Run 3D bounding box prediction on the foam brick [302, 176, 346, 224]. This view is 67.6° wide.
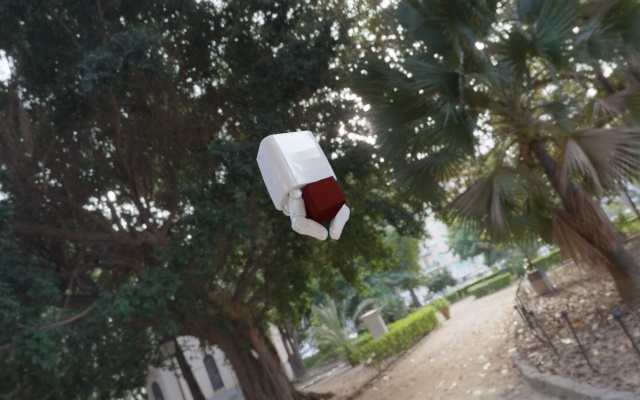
[{"bbox_3d":[0.000,0.003,0.789,0.053,0.051,0.078,-19,-17,-21],"label":"foam brick"}]
